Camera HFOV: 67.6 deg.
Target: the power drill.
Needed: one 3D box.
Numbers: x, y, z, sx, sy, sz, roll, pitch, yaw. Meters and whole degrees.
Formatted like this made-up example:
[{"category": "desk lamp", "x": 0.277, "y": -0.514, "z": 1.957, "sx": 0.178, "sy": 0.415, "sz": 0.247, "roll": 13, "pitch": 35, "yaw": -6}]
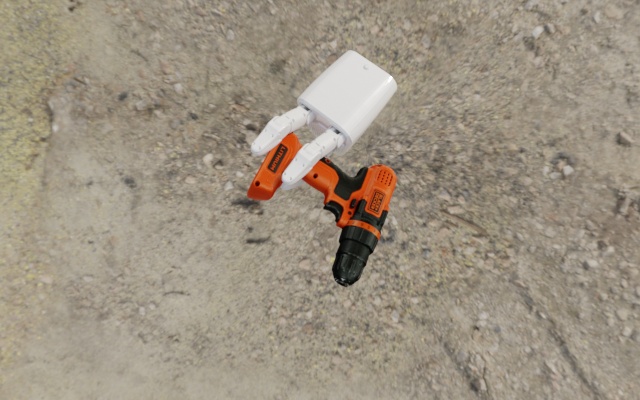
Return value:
[{"category": "power drill", "x": 0.000, "y": 0.002, "z": 0.646, "sx": 0.187, "sy": 0.184, "sz": 0.057, "roll": 28, "pitch": -28, "yaw": -8}]
